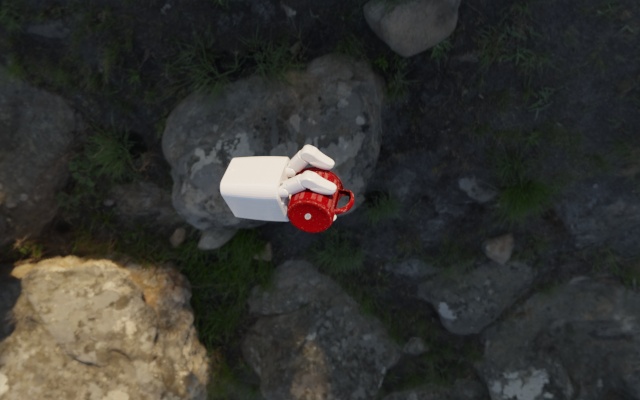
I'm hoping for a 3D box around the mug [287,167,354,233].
[{"bbox_3d":[0.002,0.003,0.832,0.117,0.093,0.081,2,44,13],"label":"mug"}]
